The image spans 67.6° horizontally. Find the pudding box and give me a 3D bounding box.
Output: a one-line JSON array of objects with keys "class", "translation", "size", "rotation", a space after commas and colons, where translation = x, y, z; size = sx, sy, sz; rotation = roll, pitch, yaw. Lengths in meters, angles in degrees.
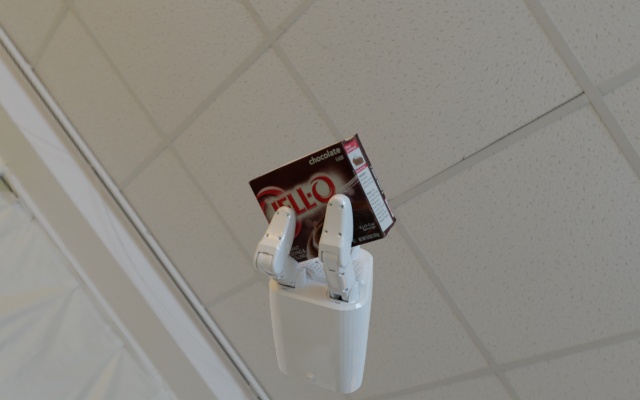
[{"class": "pudding box", "translation": [0.000, 0.001, 0.434], "size": [0.113, 0.090, 0.039], "rotation": [-21, 10, 32]}]
